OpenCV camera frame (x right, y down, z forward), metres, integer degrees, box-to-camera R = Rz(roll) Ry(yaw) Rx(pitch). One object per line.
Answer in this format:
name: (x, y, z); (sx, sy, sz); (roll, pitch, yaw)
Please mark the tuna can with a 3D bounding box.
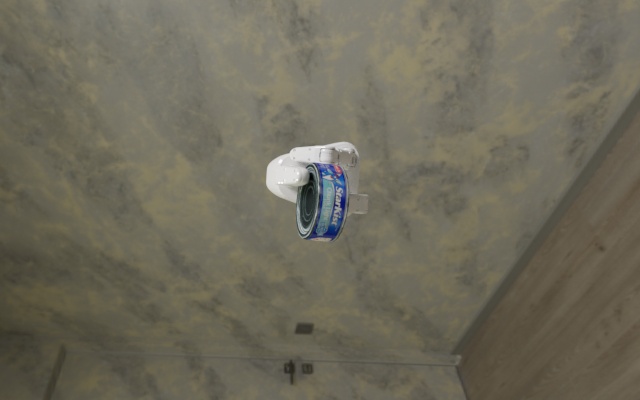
tuna can: (0.000, 0.002, 0.522); (0.034, 0.086, 0.086); (6, -2, -18)
